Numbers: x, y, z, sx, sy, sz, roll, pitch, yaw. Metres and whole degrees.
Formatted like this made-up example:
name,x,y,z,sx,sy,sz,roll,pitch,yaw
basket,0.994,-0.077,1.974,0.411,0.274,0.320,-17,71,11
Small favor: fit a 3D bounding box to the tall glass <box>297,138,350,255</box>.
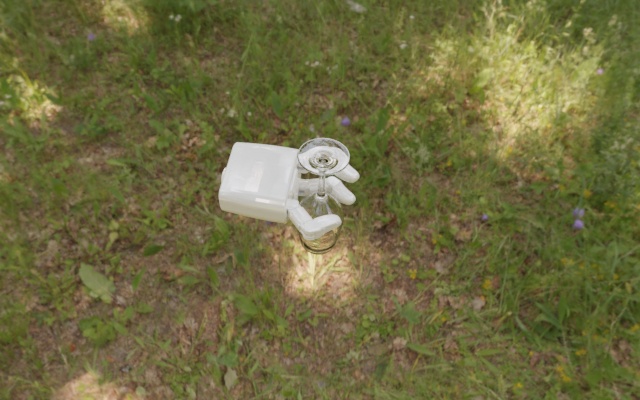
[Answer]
name,x,y,z,sx,sy,sz,roll,pitch,yaw
tall glass,0.000,0.002,0.741,0.079,0.079,0.201,0,-41,-3
